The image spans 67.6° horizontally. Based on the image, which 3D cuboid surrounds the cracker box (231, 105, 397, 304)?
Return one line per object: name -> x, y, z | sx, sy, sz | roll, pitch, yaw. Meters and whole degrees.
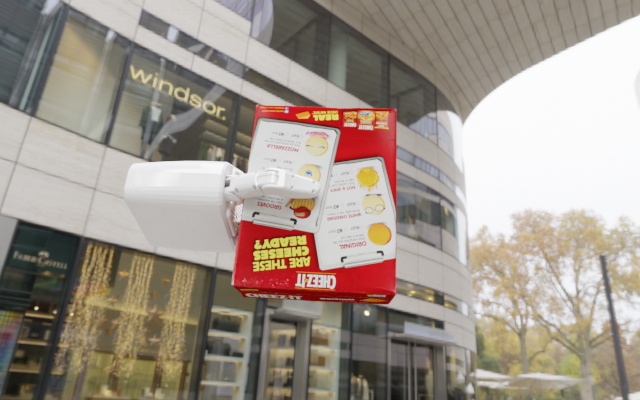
cracker box -> 0.000, 0.002, 0.532 | 0.164, 0.213, 0.072 | 2, -22, 3
